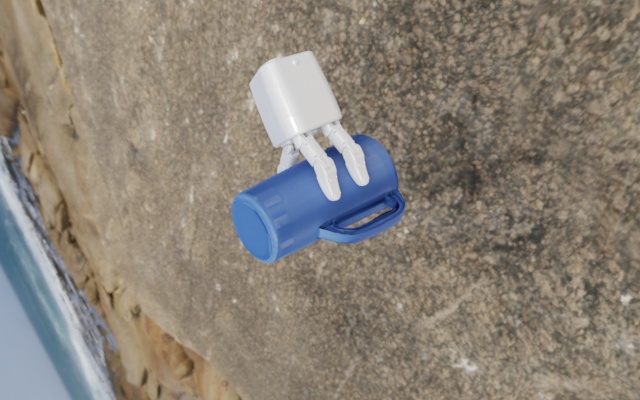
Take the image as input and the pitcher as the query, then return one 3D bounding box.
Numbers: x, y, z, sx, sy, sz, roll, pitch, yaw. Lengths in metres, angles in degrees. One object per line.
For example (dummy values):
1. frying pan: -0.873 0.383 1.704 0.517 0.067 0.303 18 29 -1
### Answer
1. pitcher: 0.000 0.002 0.718 0.242 0.145 0.149 -27 9 -34
